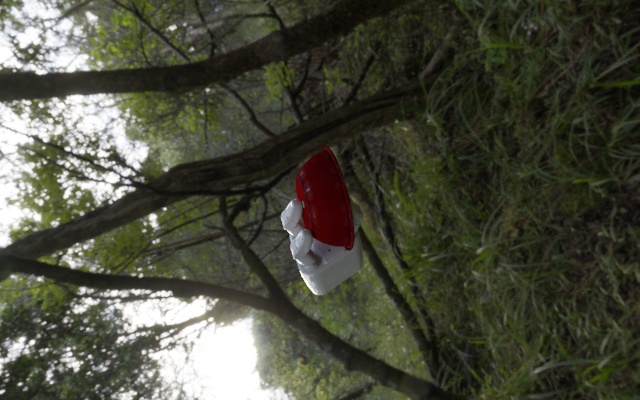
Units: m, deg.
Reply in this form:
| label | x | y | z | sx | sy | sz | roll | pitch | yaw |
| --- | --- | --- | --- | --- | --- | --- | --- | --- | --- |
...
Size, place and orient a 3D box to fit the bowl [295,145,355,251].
| label | x | y | z | sx | sy | sz | roll | pitch | yaw |
| --- | --- | --- | --- | --- | --- | --- | --- | --- | --- |
| bowl | 0.000 | 0.001 | 0.710 | 0.055 | 0.162 | 0.162 | -13 | 2 | -9 |
